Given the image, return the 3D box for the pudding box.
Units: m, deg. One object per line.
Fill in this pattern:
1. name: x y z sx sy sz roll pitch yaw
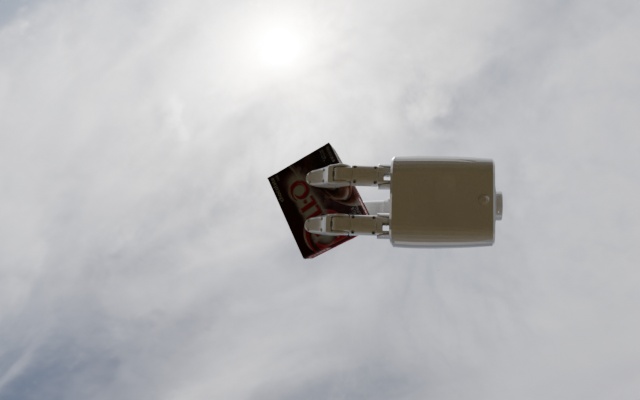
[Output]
1. pudding box: 0.000 0.002 0.574 0.090 0.113 0.039 -29 -16 12
